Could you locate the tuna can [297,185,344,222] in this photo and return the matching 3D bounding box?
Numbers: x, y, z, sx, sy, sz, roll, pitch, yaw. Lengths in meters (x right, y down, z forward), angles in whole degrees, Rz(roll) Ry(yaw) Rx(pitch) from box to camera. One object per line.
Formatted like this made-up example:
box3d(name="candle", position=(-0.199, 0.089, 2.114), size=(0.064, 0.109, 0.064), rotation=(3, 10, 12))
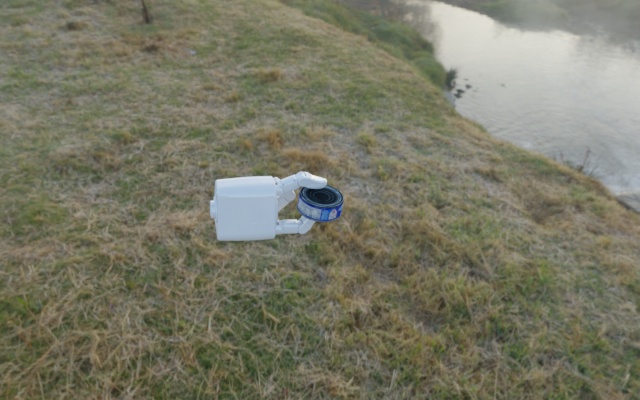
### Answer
box3d(name="tuna can", position=(0.000, 0.002, 0.895), size=(0.086, 0.034, 0.086), rotation=(8, 32, -5))
